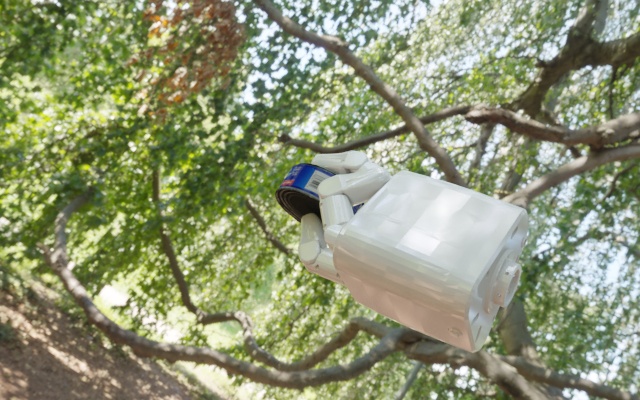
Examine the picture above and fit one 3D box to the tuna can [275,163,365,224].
[{"bbox_3d":[0.000,0.001,0.472,0.086,0.033,0.086,27,-21,11],"label":"tuna can"}]
